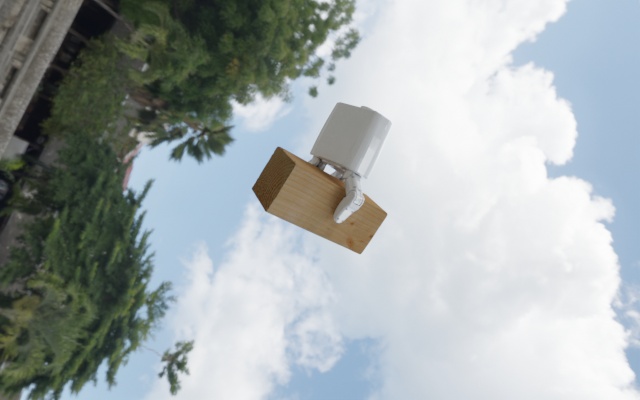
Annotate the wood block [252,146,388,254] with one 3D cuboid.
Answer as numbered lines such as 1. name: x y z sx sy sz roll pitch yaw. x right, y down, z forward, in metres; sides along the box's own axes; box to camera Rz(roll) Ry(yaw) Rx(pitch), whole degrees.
1. wood block: 0.001 0.003 0.812 0.206 0.090 0.090 27 12 -32
